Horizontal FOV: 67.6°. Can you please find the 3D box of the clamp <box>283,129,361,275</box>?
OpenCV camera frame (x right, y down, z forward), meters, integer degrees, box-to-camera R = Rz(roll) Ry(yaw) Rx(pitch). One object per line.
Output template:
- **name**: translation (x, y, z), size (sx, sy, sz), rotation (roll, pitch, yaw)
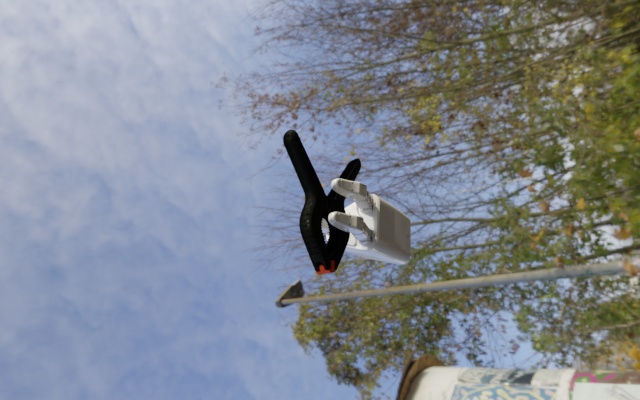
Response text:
- **clamp**: translation (0.000, 0.003, 0.716), size (0.036, 0.210, 0.164), rotation (-17, -31, 42)
